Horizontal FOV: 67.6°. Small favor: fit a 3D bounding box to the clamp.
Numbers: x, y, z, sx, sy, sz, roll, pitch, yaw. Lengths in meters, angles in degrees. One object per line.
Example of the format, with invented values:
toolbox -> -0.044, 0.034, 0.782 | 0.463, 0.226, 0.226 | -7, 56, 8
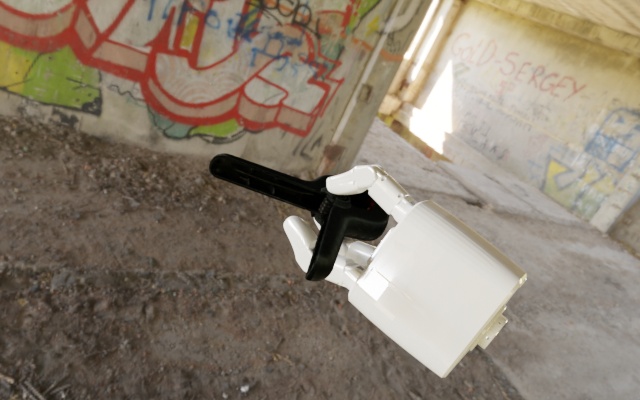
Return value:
clamp -> 0.001, 0.001, 0.485 | 0.164, 0.036, 0.210 | 41, 27, 24
